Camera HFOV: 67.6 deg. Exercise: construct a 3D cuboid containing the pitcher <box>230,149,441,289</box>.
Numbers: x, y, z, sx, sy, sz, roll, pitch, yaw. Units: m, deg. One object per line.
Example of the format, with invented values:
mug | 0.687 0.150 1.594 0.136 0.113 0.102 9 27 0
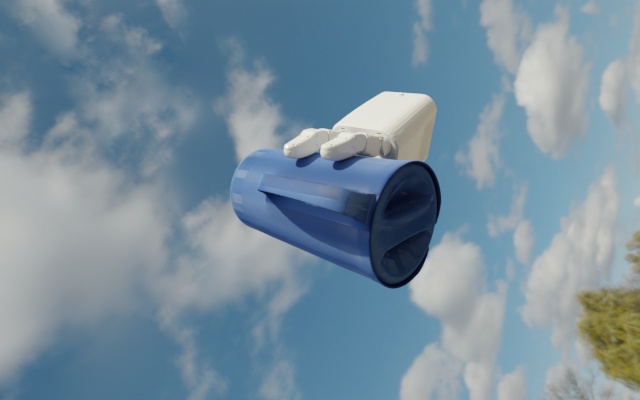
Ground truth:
pitcher | 0.000 0.002 0.553 0.243 0.149 0.145 14 42 40
